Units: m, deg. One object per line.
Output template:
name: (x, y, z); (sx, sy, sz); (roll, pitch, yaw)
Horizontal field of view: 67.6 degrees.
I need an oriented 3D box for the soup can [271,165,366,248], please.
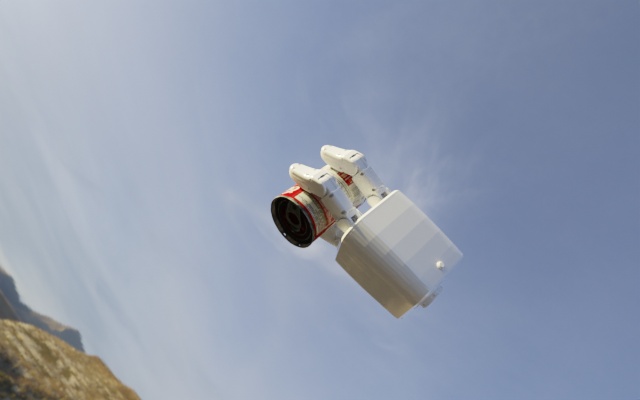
soup can: (0.000, 0.001, 0.574); (0.102, 0.068, 0.068); (-35, 22, -36)
